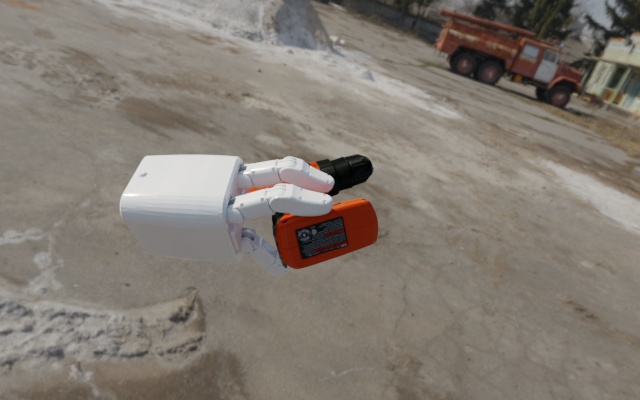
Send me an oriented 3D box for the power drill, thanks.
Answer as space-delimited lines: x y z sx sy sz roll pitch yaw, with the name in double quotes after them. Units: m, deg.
0.000 0.002 0.563 0.184 0.057 0.187 -19 22 -9 "power drill"
